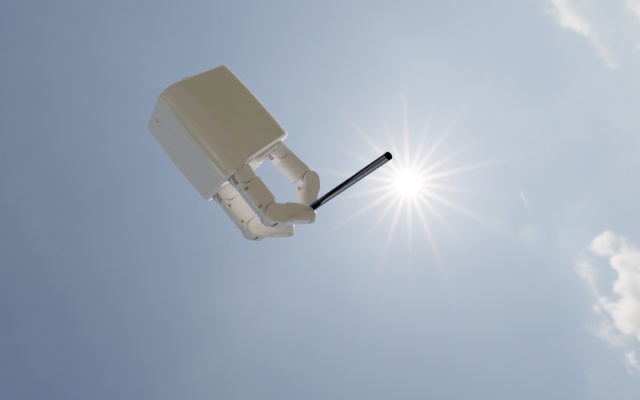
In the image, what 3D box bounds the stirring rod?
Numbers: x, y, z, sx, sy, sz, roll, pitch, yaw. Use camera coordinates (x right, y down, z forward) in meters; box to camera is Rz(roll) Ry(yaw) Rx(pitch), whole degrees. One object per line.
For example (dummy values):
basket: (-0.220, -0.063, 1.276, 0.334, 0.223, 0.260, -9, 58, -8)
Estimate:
stirring rod: (0.000, 0.002, 0.494, 0.011, 0.011, 0.239, 0, -19, -30)
